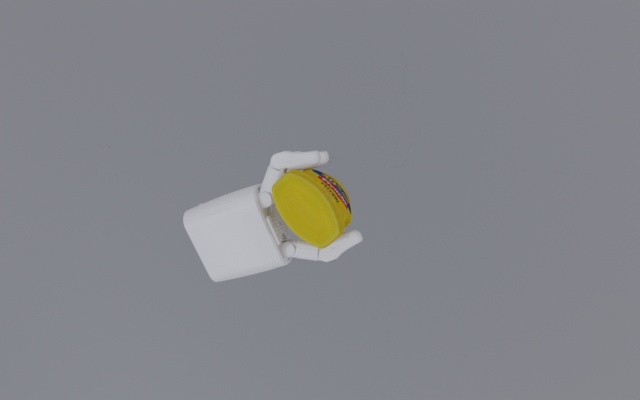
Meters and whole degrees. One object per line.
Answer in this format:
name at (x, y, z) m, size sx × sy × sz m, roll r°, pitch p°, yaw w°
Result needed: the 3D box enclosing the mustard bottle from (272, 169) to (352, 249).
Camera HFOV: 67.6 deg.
mustard bottle at (0.000, 0.002, 0.630) m, size 0.058 × 0.096 × 0.191 m, roll -42°, pitch -3°, yaw 12°
